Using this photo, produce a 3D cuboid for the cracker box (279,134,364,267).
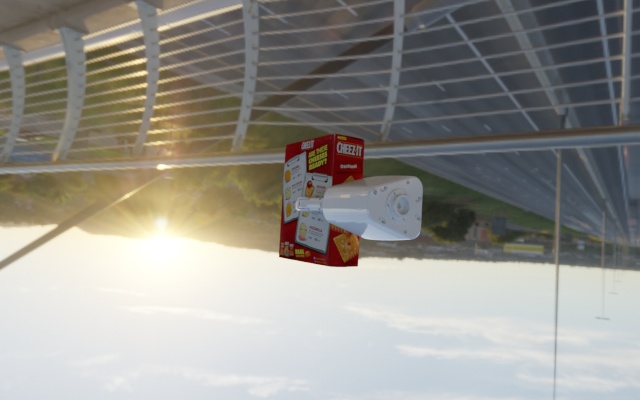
[{"bbox_3d":[0.000,0.003,0.837,0.072,0.213,0.164,6,-4,-34],"label":"cracker box"}]
